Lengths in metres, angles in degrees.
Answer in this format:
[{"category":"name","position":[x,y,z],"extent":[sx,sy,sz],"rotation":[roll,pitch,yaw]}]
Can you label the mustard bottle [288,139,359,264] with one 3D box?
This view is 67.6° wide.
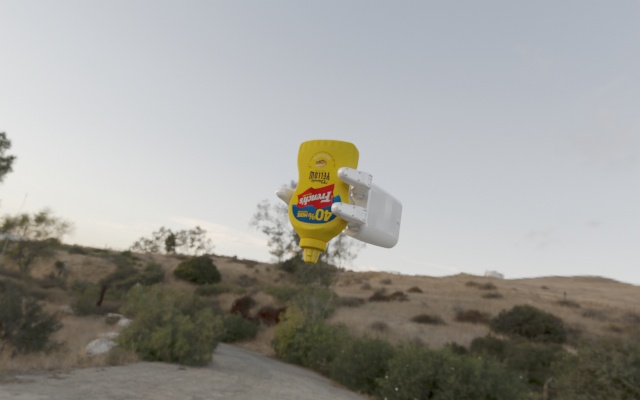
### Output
[{"category":"mustard bottle","position":[0.000,0.002,0.741],"extent":[0.096,0.191,0.058],"rotation":[4,-15,19]}]
